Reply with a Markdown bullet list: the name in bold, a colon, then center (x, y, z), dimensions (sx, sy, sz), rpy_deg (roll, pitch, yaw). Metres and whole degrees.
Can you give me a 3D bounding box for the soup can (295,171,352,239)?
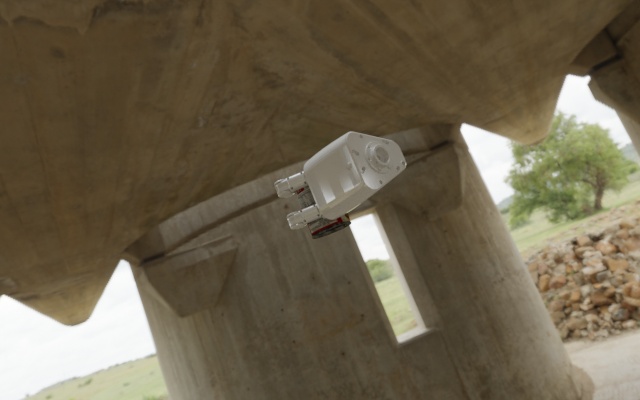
- **soup can**: center (0.000, 0.002, 0.771), dimensions (0.068, 0.102, 0.068), rpy_deg (-21, -10, -4)
